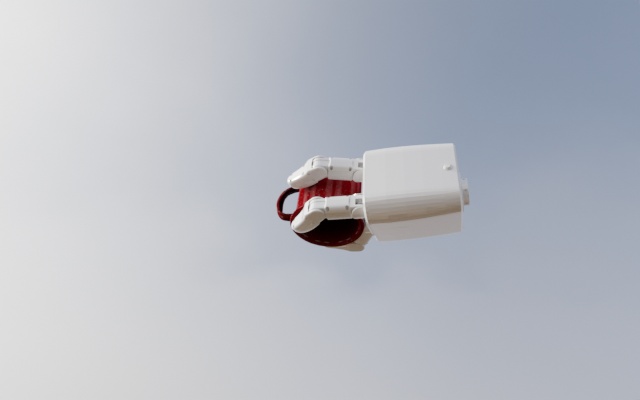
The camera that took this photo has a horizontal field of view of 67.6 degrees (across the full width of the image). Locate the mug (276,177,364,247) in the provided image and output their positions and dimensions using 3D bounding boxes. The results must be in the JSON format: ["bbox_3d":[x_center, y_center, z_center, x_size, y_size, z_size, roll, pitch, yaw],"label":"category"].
[{"bbox_3d":[-0.001,0.002,0.624,0.117,0.081,0.093,-4,-40,13],"label":"mug"}]
